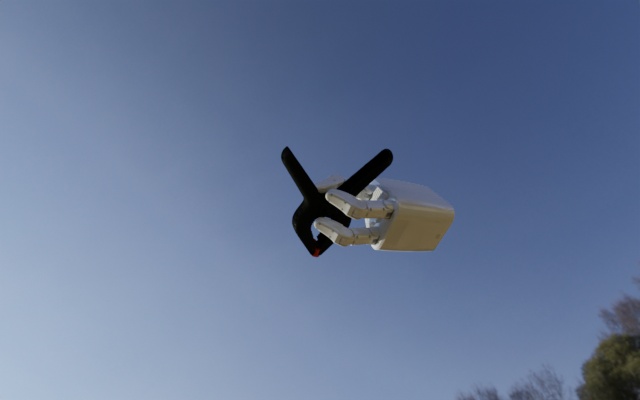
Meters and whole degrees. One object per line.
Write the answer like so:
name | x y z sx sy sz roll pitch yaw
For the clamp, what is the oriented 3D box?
clamp | 0.000 0.002 0.718 0.164 0.210 0.036 6 38 -22
